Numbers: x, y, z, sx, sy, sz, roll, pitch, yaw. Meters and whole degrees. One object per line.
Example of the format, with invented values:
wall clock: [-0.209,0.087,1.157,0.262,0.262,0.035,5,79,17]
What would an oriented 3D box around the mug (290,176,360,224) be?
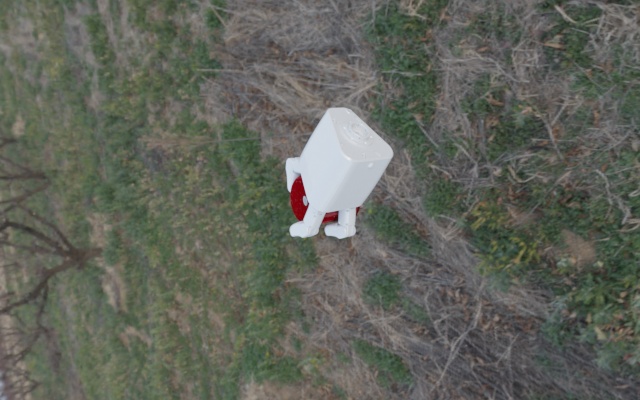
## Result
mug: [-0.001,0.003,0.778,0.081,0.093,0.117,-9,-33,-37]
